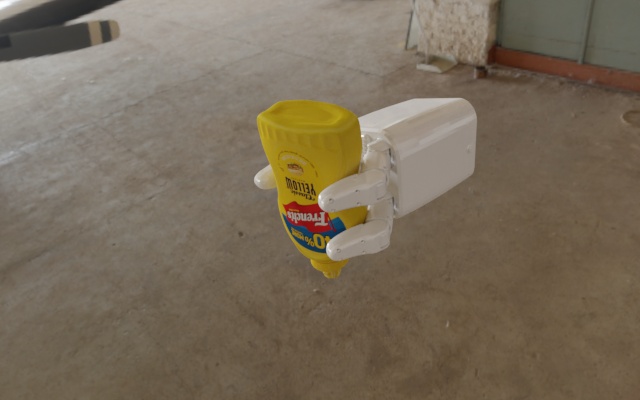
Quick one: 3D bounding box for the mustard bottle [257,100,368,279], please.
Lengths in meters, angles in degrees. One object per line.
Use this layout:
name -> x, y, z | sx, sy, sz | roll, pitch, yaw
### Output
mustard bottle -> 0.000, 0.001, 0.466 | 0.096, 0.192, 0.058 | 15, 42, 31
